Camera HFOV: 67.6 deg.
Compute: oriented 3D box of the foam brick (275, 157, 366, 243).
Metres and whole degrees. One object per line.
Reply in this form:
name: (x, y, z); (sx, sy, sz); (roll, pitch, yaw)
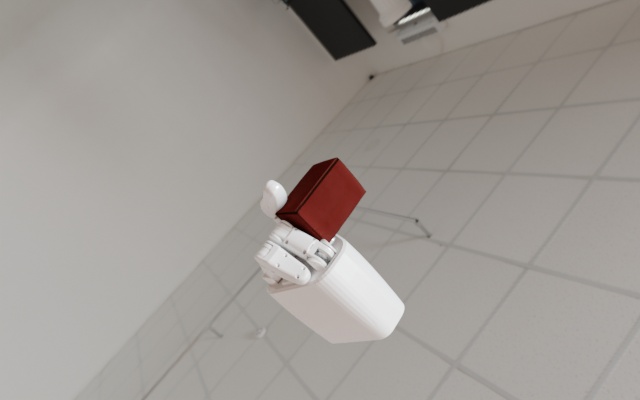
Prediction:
foam brick: (0.000, 0.001, 0.512); (0.051, 0.078, 0.053); (45, -23, -19)
